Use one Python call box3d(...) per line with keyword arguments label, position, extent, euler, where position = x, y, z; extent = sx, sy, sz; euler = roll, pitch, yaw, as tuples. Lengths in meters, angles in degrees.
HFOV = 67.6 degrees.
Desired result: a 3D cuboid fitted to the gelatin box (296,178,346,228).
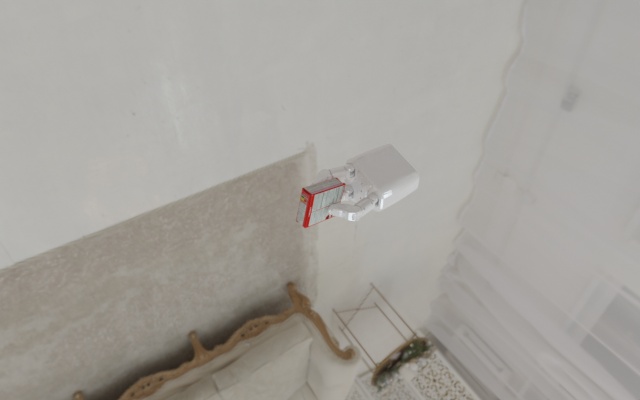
box3d(label="gelatin box", position=(0.000, 0.003, 0.876), extent=(0.089, 0.073, 0.030), euler=(-20, 45, -41))
